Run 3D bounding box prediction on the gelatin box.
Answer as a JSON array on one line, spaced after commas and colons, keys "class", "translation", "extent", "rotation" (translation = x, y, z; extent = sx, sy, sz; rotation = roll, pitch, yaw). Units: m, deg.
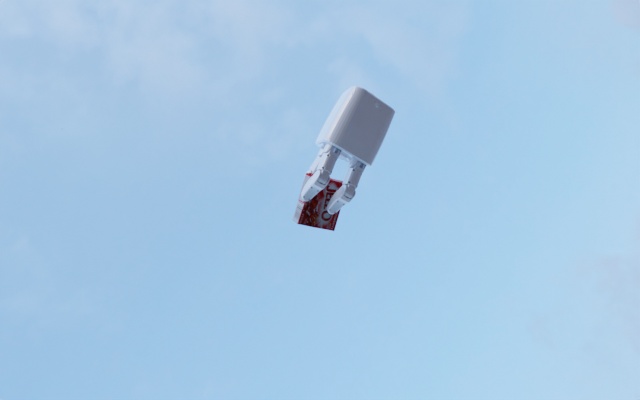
[{"class": "gelatin box", "translation": [0.000, 0.003, 0.824], "extent": [0.073, 0.089, 0.030], "rotation": [12, 10, -27]}]
